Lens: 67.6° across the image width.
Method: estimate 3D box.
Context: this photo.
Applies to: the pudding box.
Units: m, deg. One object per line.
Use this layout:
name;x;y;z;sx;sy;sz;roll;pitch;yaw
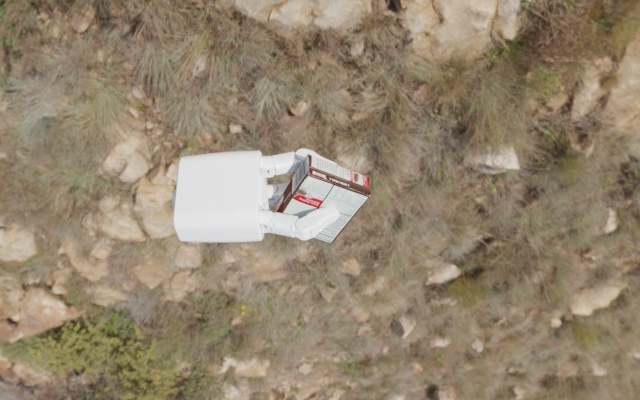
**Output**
pudding box;0.000;0.002;0.623;0.090;0.039;0.113;18;-44;-19
